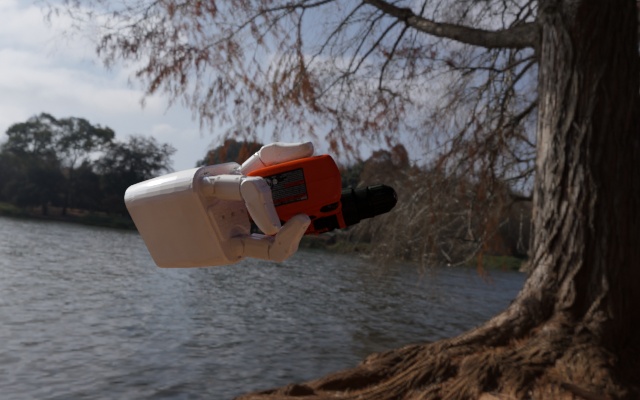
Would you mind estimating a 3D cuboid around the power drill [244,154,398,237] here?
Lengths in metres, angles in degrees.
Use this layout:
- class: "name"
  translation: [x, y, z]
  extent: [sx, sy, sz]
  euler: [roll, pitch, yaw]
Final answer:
- class: "power drill"
  translation: [0.000, 0.002, 0.574]
  extent: [0.184, 0.057, 0.188]
  euler: [-15, -15, 7]
